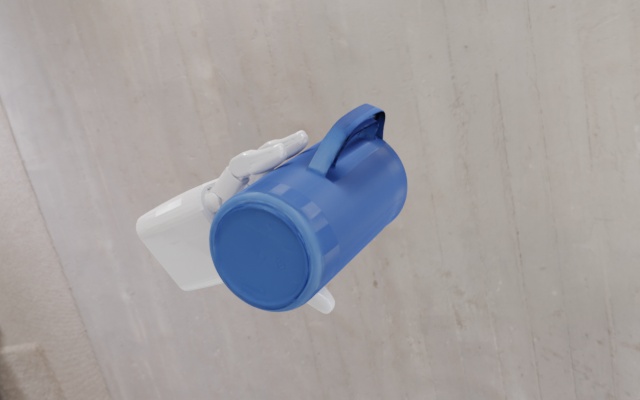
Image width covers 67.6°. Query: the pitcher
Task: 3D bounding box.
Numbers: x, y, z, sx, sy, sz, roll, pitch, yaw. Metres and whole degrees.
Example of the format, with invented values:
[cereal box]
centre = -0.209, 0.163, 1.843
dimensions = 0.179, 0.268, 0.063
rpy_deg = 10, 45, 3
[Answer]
[pitcher]
centre = 0.000, 0.002, 0.487
dimensions = 0.145, 0.149, 0.242
rpy_deg = -19, 9, 28
